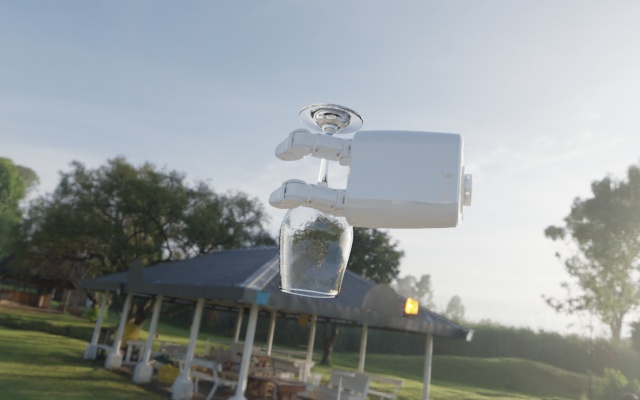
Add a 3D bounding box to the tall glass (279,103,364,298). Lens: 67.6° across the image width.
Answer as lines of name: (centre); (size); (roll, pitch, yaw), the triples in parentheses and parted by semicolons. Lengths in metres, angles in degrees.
tall glass: (0.000, 0.001, 0.519); (0.079, 0.201, 0.079); (7, -15, 2)
